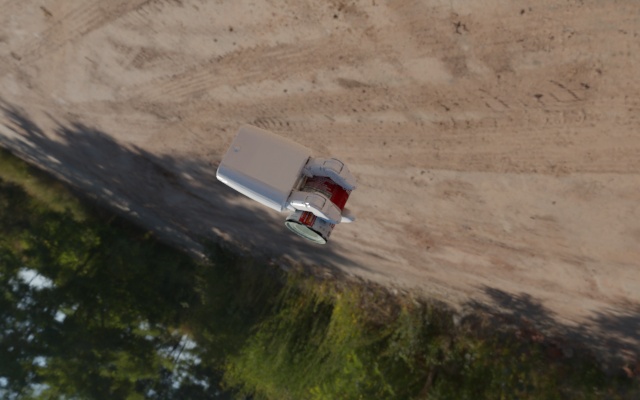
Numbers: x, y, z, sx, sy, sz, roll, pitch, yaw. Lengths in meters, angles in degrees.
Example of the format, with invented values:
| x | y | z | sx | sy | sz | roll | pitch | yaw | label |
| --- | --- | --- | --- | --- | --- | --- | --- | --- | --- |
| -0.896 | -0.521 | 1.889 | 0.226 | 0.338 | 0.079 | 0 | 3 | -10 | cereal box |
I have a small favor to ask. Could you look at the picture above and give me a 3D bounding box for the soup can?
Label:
| x | y | z | sx | sy | sz | roll | pitch | yaw | label |
| --- | --- | --- | --- | --- | --- | --- | --- | --- | --- |
| 0.000 | 0.003 | 0.686 | 0.068 | 0.102 | 0.068 | 24 | -16 | 8 | soup can |
